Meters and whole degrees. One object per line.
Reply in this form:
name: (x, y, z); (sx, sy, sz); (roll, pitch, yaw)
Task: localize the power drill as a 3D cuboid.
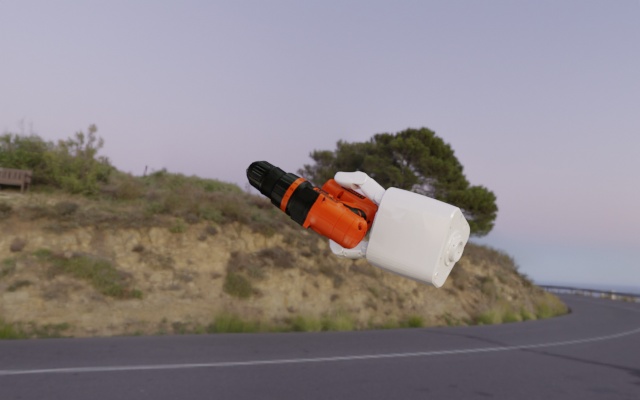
power drill: (0.001, 0.002, 0.693); (0.184, 0.057, 0.187); (34, 13, 17)
